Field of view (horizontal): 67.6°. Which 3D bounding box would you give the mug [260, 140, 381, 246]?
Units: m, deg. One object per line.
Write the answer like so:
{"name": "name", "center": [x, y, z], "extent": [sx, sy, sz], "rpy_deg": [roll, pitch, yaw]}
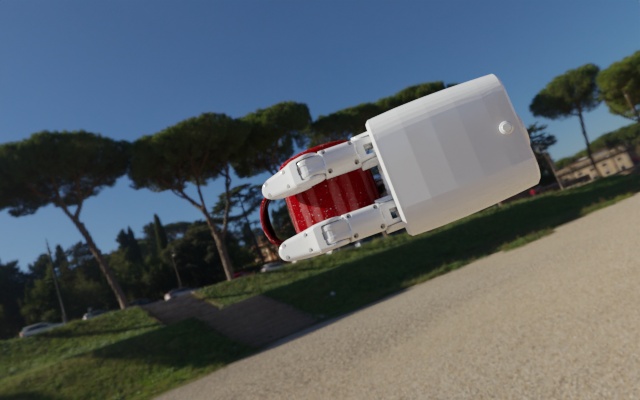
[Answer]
{"name": "mug", "center": [-0.001, 0.002, 0.437], "extent": [0.117, 0.081, 0.093], "rpy_deg": [-21, -9, 9]}
